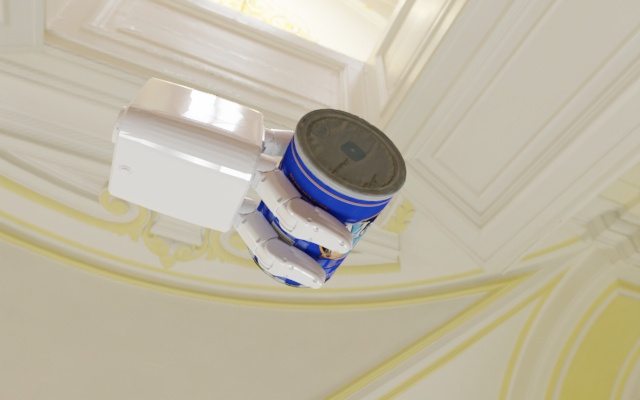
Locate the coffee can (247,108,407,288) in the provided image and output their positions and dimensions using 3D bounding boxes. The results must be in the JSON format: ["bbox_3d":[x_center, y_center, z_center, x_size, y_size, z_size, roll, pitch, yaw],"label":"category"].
[{"bbox_3d":[0.000,0.001,0.444,0.103,0.102,0.140,0,-40,-31],"label":"coffee can"}]
